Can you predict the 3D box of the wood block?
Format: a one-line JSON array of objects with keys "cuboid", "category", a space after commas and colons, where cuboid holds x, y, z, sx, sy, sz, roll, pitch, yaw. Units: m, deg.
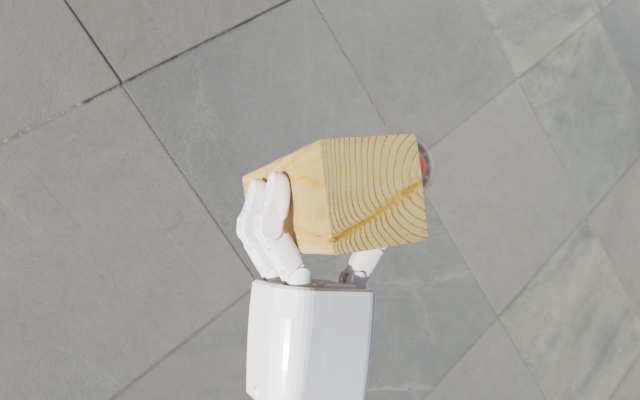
[{"cuboid": [0.000, 0.002, 0.461, 0.091, 0.090, 0.206, -6, -2, -26], "category": "wood block"}]
